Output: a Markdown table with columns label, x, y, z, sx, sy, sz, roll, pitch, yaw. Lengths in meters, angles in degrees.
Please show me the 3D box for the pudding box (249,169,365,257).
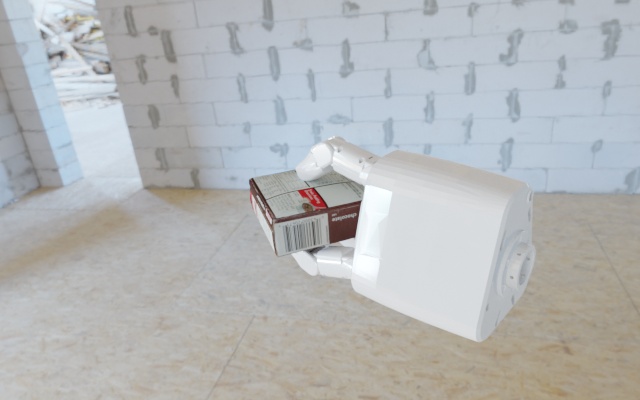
| label | x | y | z | sx | sy | sz | roll | pitch | yaw |
| --- | --- | --- | --- | --- | --- | --- | --- | --- | --- |
| pudding box | 0.000 | 0.001 | 0.433 | 0.113 | 0.039 | 0.090 | -11 | 29 | -17 |
